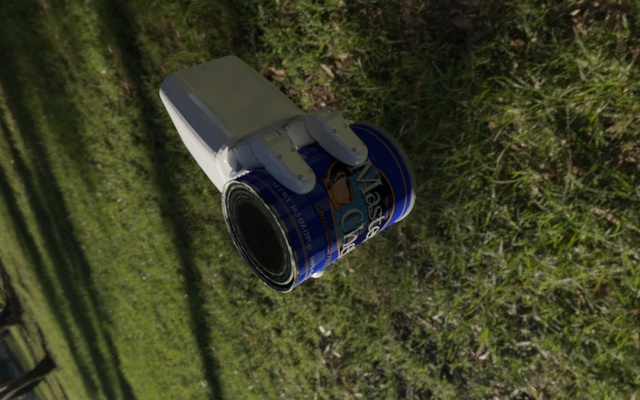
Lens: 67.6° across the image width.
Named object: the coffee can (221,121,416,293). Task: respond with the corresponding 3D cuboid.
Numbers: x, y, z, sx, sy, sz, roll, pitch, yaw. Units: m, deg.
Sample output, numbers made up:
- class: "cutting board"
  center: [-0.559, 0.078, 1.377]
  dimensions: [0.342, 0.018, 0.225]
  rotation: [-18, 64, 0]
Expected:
- class: "coffee can"
  center: [0.000, 0.001, 0.422]
  dimensions: [0.140, 0.103, 0.103]
  rotation: [-29, 16, -31]
